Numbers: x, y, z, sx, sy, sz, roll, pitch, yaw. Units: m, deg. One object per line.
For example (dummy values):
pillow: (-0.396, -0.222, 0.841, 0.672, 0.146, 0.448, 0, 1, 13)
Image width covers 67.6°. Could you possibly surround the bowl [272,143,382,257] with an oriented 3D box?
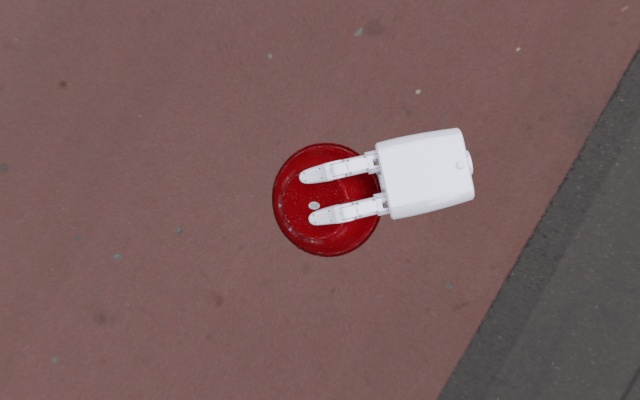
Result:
bowl: (-0.001, 0.003, 0.646, 0.162, 0.162, 0.055, 0, 5, 16)
